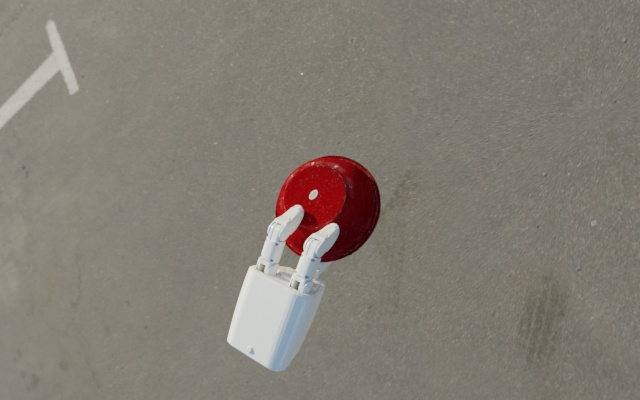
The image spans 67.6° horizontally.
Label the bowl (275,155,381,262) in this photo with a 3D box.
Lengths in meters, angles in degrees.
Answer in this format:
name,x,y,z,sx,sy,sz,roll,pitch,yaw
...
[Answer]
name,x,y,z,sx,sy,sz,roll,pitch,yaw
bowl,0.000,0.001,0.670,0.162,0.162,0.055,0,-18,21
